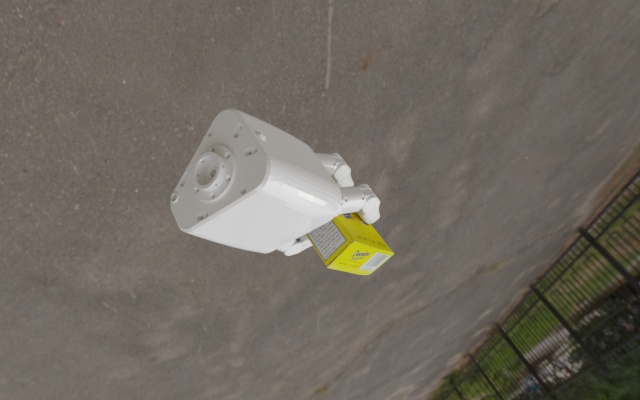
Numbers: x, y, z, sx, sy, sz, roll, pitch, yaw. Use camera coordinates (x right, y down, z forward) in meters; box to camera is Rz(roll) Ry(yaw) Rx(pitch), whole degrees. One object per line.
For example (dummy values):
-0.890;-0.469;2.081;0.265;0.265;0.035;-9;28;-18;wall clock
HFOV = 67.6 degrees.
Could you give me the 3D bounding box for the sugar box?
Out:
0.000;0.001;0.536;0.048;0.176;0.093;-44;-32;16;sugar box
